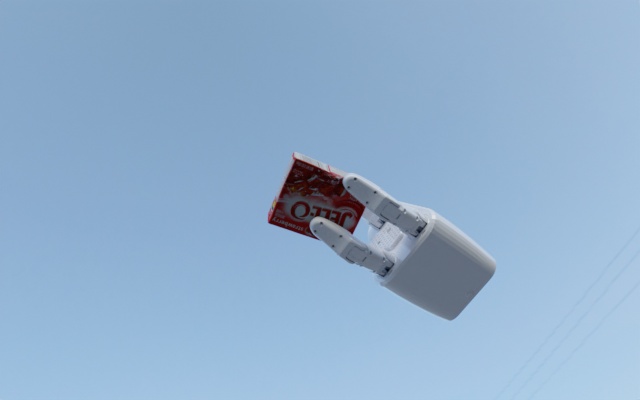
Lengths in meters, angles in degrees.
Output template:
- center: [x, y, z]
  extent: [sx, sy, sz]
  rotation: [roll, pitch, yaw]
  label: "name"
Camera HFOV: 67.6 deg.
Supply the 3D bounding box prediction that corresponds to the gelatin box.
- center: [0.000, 0.001, 0.487]
  extent: [0.089, 0.073, 0.030]
  rotation: [21, 16, -14]
  label: "gelatin box"
